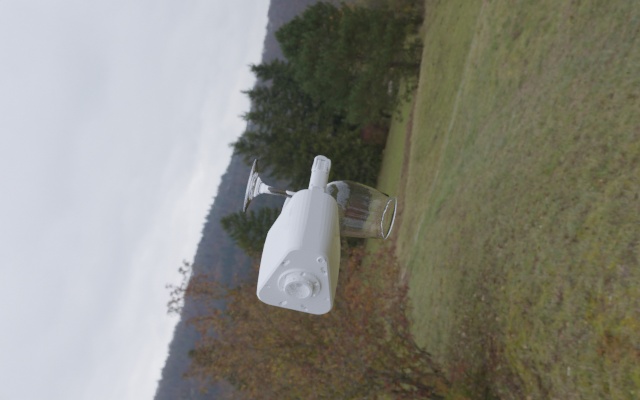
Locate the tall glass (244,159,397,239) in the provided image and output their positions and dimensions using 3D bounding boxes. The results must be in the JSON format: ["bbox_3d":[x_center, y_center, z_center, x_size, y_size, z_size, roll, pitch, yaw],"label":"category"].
[{"bbox_3d":[-0.001,0.002,0.663,0.201,0.079,0.079,13,-1,-4],"label":"tall glass"}]
